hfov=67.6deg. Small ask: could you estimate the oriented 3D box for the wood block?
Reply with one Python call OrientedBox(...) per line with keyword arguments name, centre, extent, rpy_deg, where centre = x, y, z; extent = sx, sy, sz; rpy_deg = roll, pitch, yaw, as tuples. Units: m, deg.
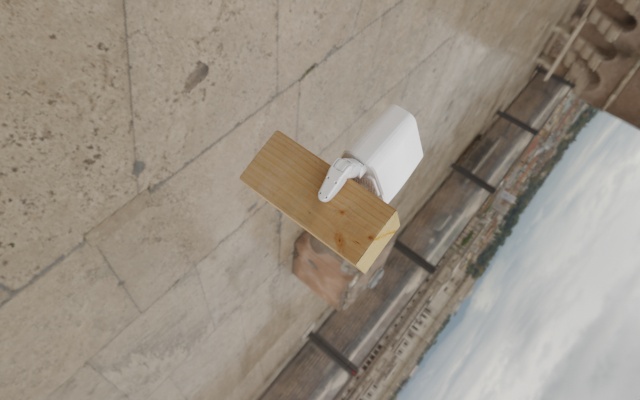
OrientedBox(name="wood block", centre=(0.000, 0.002, 0.674), extent=(0.206, 0.090, 0.091), rpy_deg=(35, -6, 19))
